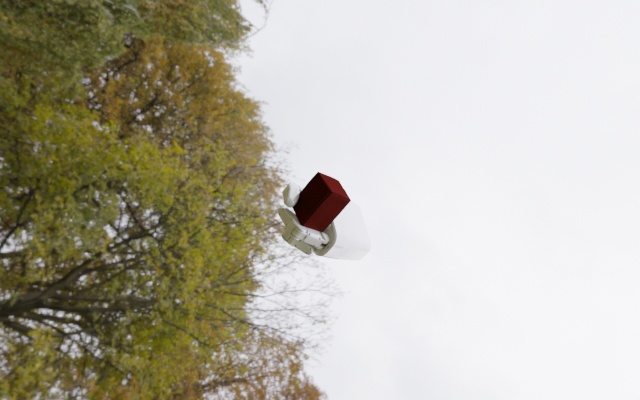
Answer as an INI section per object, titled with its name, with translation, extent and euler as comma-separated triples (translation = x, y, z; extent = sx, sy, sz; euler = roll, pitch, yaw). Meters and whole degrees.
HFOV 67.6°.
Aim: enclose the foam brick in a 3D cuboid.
[foam brick]
translation = 0.000, 0.002, 0.772
extent = 0.051, 0.078, 0.053
euler = 20, 30, -42
